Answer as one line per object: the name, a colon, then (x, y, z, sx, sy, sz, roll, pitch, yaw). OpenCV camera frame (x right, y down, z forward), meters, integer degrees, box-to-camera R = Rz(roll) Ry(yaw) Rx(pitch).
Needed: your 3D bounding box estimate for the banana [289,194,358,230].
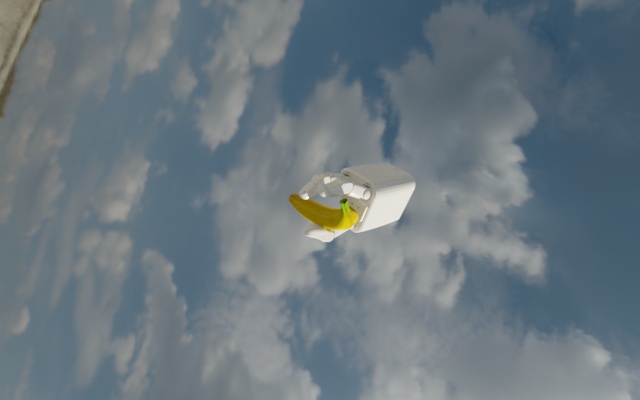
banana: (0.010, 0.019, 0.822, 0.037, 0.070, 0.198, -35, 18, -25)
